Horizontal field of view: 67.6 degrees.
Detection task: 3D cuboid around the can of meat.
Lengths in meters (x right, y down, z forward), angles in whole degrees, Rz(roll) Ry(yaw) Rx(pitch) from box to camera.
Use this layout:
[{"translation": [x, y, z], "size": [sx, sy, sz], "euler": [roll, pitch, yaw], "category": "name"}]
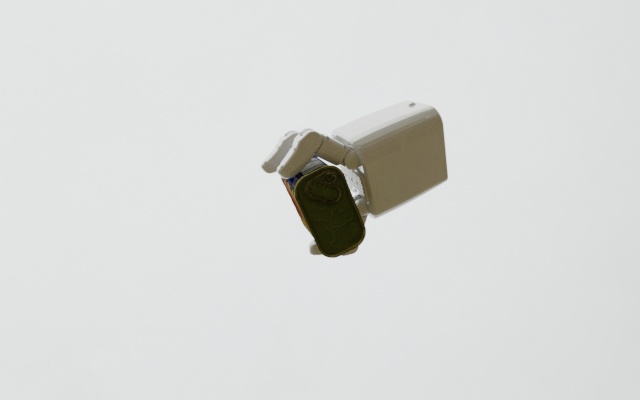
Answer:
[{"translation": [0.000, 0.002, 0.544], "size": [0.057, 0.102, 0.084], "euler": [-27, 23, -8], "category": "can of meat"}]
